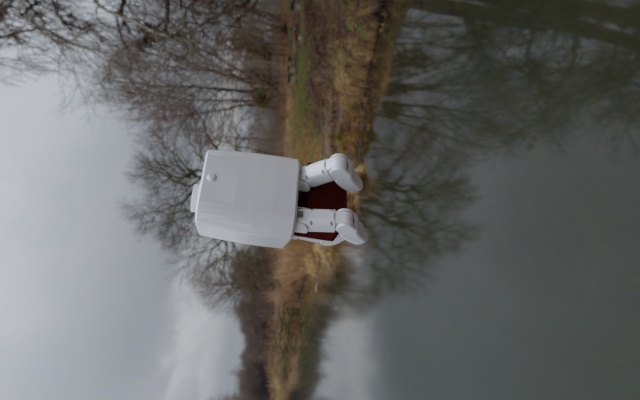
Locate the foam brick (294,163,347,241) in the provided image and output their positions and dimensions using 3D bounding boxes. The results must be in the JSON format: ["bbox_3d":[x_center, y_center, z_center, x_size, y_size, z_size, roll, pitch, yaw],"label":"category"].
[{"bbox_3d":[0.000,0.002,0.581,0.051,0.078,0.053,11,-32,-13],"label":"foam brick"}]
